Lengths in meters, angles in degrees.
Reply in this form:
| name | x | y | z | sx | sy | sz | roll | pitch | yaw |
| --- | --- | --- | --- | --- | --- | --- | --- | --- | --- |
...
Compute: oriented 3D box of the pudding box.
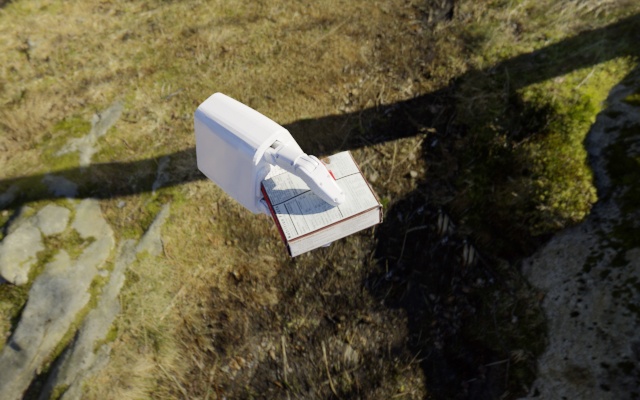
| name | x | y | z | sx | sy | sz | roll | pitch | yaw |
| --- | --- | --- | --- | --- | --- | --- | --- | --- | --- |
| pudding box | 0.000 | 0.002 | 0.533 | 0.113 | 0.090 | 0.039 | -22 | -33 | -8 |
